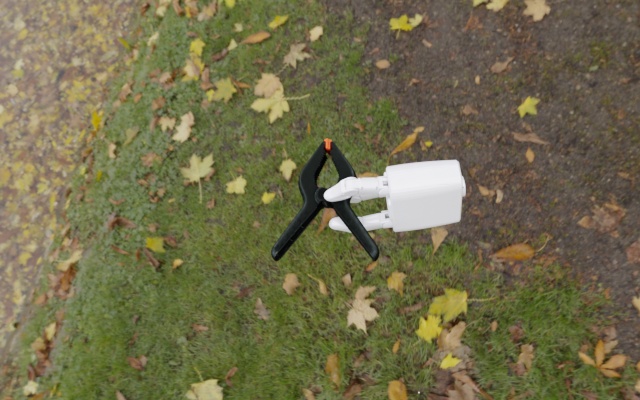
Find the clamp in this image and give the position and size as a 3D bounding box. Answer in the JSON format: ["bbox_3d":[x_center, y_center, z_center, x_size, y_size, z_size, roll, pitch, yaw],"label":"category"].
[{"bbox_3d":[0.000,0.002,0.754,0.164,0.210,0.036,-7,-23,5],"label":"clamp"}]
